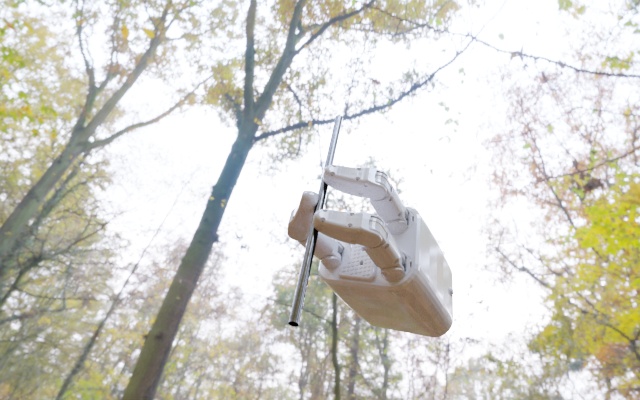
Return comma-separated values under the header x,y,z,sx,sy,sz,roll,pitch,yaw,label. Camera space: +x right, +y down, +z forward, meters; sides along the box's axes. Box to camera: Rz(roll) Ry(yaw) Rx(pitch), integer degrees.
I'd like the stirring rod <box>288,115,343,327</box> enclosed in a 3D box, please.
x,y,z,sx,sy,sz,roll,pitch,yaw,label
0.000,0.002,0.427,0.011,0.239,0.011,7,-41,6,stirring rod
